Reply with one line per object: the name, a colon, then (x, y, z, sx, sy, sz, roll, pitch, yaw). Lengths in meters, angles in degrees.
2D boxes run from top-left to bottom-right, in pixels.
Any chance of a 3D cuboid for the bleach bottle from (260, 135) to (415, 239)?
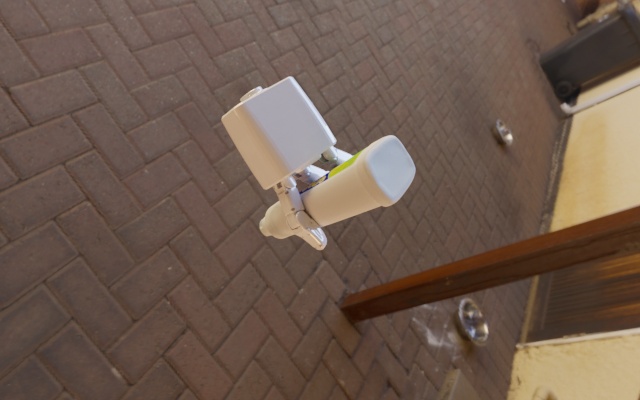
bleach bottle: (0.000, 0.002, 0.634, 0.251, 0.068, 0.102, -27, 11, 40)
